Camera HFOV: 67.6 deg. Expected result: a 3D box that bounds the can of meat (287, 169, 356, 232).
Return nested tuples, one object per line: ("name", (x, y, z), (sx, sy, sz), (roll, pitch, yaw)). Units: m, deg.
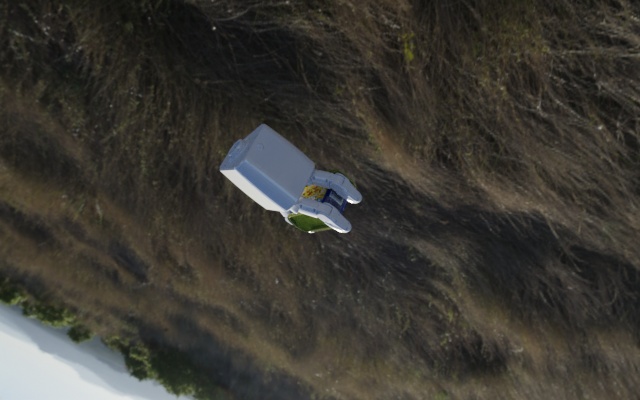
("can of meat", (0.000, 0.003, 0.798), (0.057, 0.084, 0.102), (42, -33, -26))
